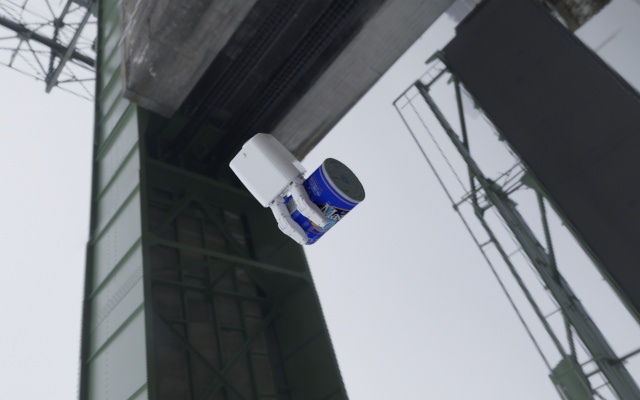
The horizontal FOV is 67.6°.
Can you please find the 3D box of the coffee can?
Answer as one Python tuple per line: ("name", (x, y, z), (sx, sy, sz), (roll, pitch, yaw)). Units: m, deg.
("coffee can", (0.000, 0.003, 0.900), (0.140, 0.102, 0.103), (-43, -23, 27))
